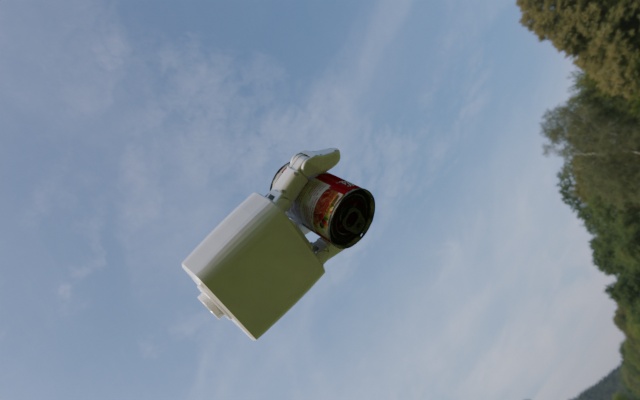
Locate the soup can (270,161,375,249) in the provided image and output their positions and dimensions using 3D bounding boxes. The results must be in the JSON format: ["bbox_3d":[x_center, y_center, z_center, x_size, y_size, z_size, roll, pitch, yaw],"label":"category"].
[{"bbox_3d":[0.000,0.001,0.526,0.068,0.068,0.102,0,21,-46],"label":"soup can"}]
